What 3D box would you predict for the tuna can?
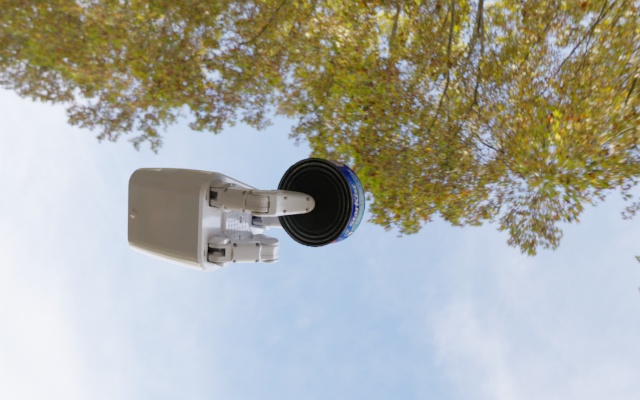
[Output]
[{"bbox_3d":[0.000,0.002,0.469,0.086,0.086,0.034,0,2,30],"label":"tuna can"}]
